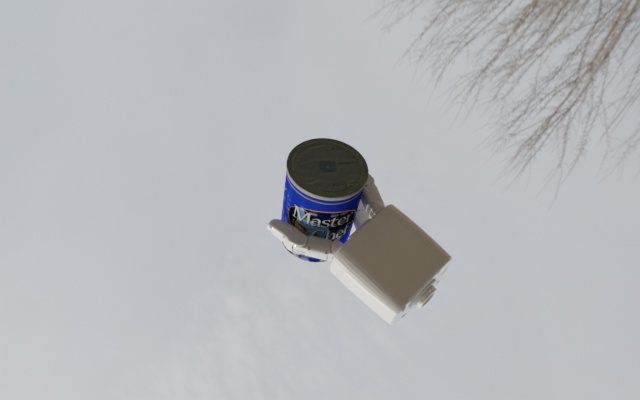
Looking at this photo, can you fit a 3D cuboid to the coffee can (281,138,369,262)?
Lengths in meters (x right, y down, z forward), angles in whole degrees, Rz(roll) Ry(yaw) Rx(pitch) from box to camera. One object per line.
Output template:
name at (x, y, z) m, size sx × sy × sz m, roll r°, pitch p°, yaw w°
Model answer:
coffee can at (0.000, 0.002, 0.640) m, size 0.103 × 0.102 × 0.140 m, roll 0°, pitch -40°, yaw -10°
